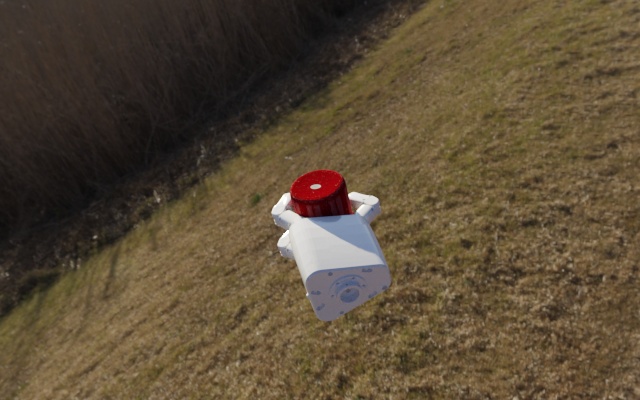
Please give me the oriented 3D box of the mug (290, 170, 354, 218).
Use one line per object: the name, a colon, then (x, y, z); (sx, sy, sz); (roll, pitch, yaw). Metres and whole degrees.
mug: (0.000, 0.001, 0.709); (0.093, 0.082, 0.117); (-18, 36, -4)
